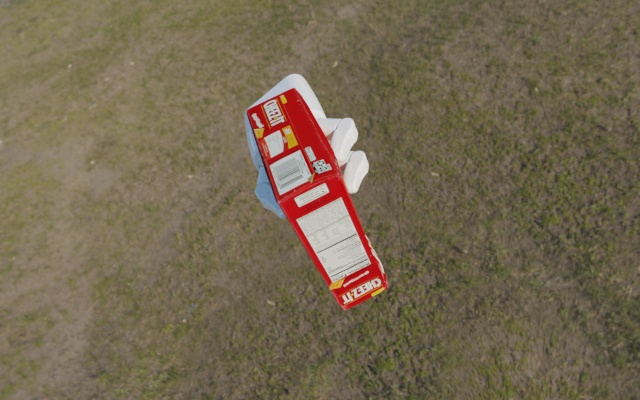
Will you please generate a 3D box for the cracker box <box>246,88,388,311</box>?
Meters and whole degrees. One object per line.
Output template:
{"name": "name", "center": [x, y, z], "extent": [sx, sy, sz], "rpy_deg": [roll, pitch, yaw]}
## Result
{"name": "cracker box", "center": [0.000, 0.002, 0.558], "extent": [0.072, 0.164, 0.214], "rpy_deg": [-26, -45, 1]}
